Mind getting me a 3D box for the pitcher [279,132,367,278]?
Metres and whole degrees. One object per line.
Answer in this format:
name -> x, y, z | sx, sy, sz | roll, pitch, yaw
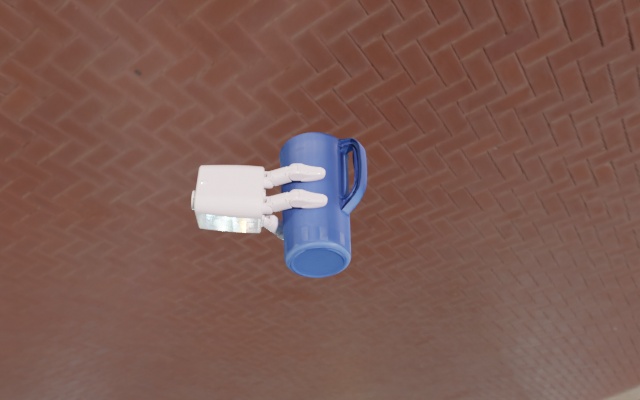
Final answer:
pitcher -> 0.000, 0.003, 0.834 | 0.145, 0.242, 0.149 | 5, -39, -10
